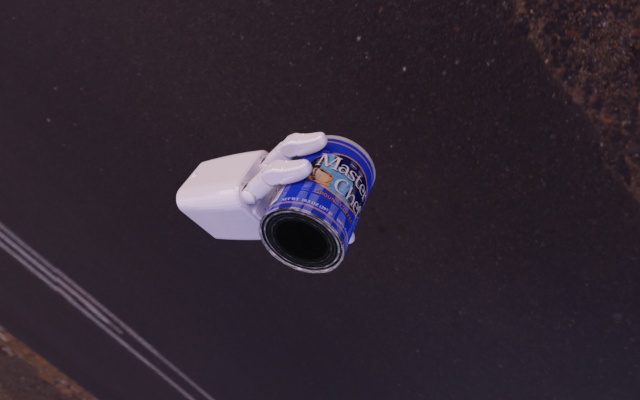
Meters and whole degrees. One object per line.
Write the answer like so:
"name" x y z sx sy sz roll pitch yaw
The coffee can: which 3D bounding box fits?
"coffee can" 0.000 0.002 0.580 0.103 0.103 0.140 0 40 25
